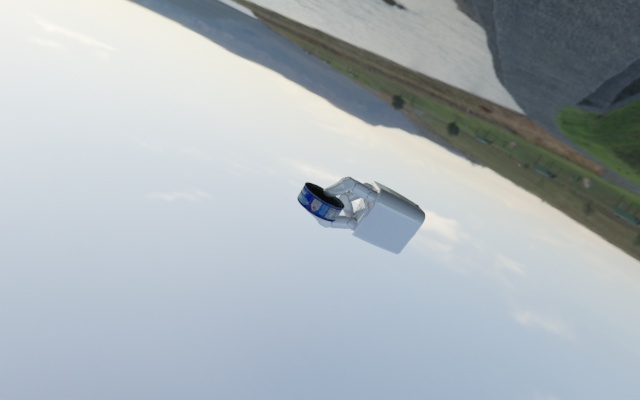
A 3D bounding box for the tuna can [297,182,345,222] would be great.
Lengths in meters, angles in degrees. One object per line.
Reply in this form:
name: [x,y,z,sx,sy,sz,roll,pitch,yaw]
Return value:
tuna can: [0.000,0.003,0.888,0.086,0.034,0.086,30,14,-8]
